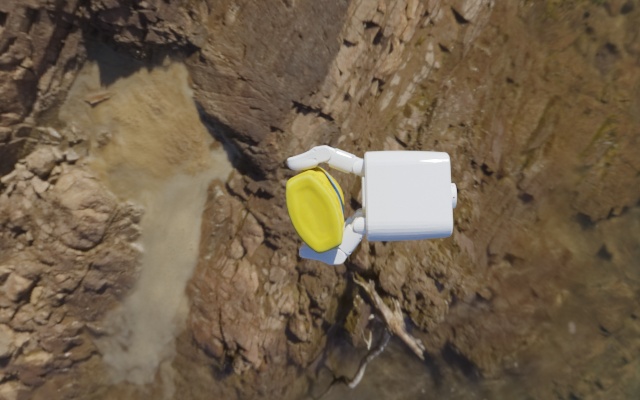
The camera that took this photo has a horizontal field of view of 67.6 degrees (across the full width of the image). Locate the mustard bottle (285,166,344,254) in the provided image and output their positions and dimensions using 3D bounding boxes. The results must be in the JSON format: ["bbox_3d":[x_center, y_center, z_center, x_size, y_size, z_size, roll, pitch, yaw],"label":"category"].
[{"bbox_3d":[0.000,0.002,0.640,0.058,0.096,0.191,-25,6,8],"label":"mustard bottle"}]
